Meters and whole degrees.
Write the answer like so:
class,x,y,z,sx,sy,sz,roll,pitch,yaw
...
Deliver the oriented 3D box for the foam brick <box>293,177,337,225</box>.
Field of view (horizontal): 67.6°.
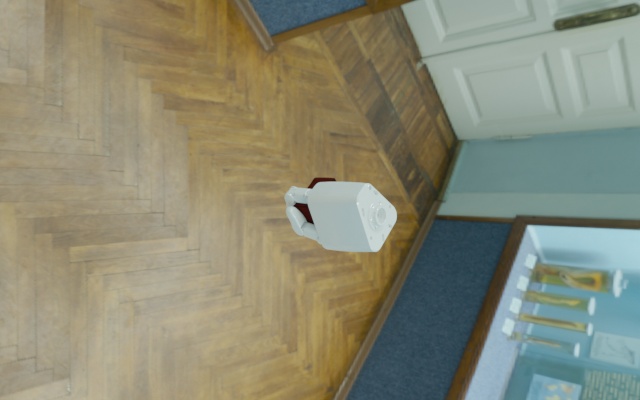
class,x,y,z,sx,sy,sz,roll,pitch,yaw
foam brick,0.000,0.003,0.856,0.051,0.053,0.078,0,44,43
